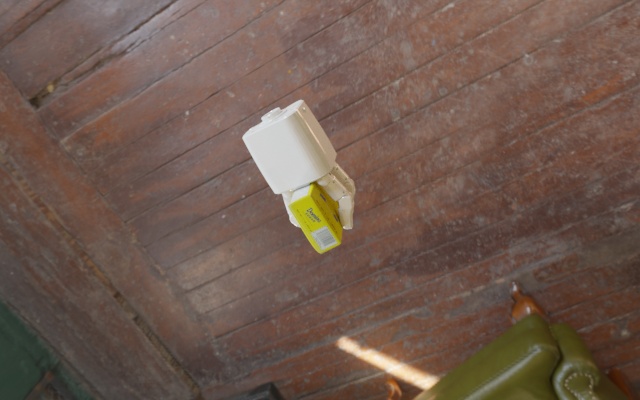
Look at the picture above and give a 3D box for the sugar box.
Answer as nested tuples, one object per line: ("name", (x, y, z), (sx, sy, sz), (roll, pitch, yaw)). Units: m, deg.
("sugar box", (0.001, 0.002, 0.776), (0.048, 0.093, 0.176), (-26, 19, 18))
